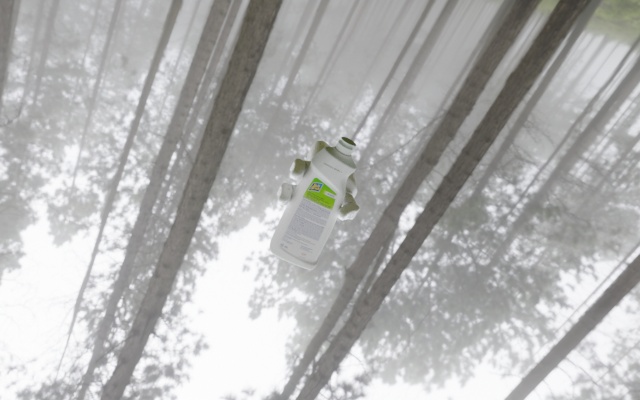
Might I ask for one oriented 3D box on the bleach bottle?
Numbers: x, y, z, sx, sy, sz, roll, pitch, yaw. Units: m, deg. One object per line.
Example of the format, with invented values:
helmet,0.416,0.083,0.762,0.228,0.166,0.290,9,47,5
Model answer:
bleach bottle,0.000,0.003,0.860,0.102,0.251,0.068,24,25,-12
